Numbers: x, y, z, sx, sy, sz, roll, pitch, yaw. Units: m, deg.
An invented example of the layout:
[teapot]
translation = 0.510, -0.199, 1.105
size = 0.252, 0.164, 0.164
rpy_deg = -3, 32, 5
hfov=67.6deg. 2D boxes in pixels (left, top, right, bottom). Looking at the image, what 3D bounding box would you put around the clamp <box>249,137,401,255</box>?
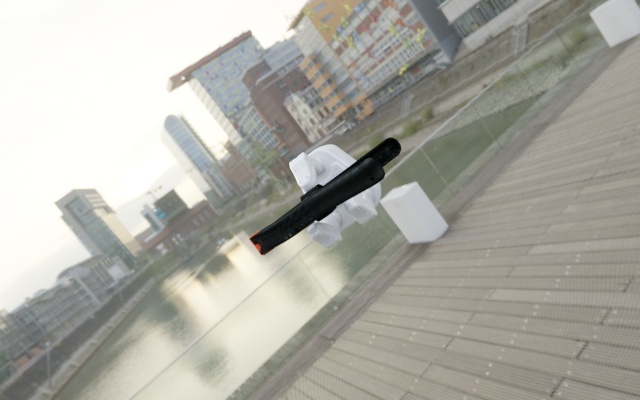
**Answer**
[clamp]
translation = -0.001, 0.001, 0.536
size = 0.210, 0.036, 0.164
rpy_deg = -35, 2, 14
